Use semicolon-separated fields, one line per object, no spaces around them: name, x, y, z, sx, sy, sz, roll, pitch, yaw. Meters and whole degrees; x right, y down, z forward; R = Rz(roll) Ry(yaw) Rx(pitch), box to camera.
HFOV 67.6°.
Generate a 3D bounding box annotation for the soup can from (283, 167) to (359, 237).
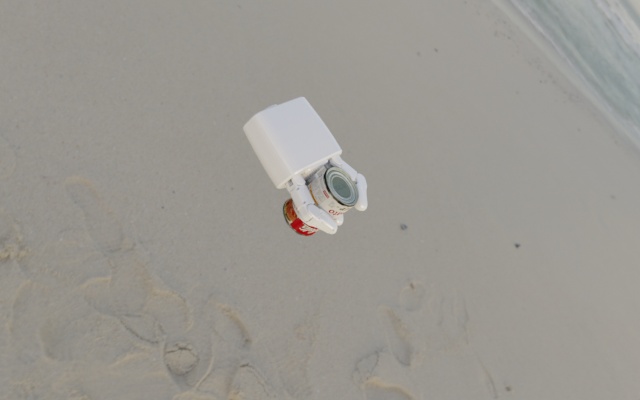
soup can;0.001;0.003;0.720;0.068;0.068;0.102;0;-28;-46
